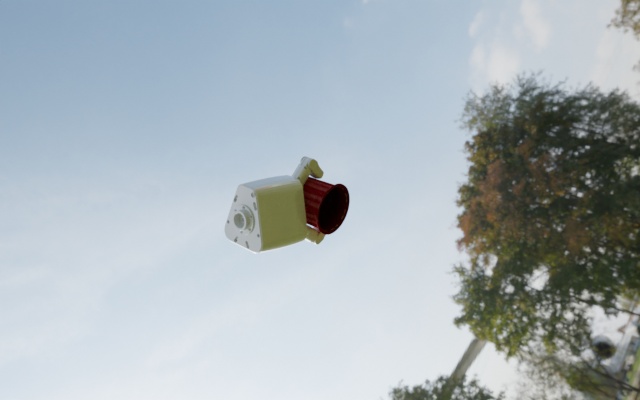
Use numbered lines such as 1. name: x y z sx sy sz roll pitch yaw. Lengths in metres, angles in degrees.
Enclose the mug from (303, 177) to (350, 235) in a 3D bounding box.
1. mug: 0.001 0.002 0.859 0.081 0.093 0.117 20 20 35
